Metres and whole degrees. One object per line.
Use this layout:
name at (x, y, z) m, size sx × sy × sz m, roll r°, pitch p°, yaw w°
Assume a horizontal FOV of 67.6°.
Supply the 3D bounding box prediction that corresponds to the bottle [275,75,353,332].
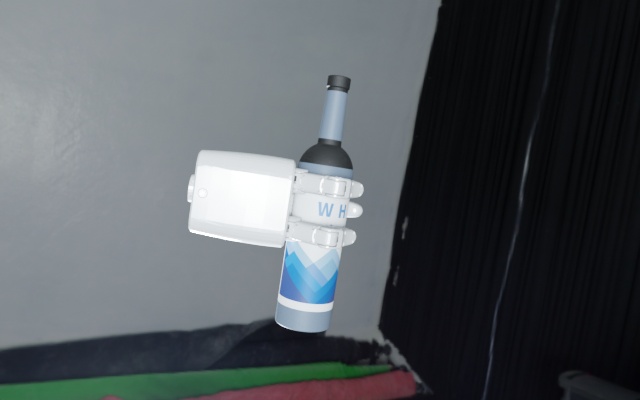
bottle at (0.000, 0.002, 0.566) m, size 0.069 × 0.296 × 0.069 m, roll 9°, pitch 4°, yaw -1°
